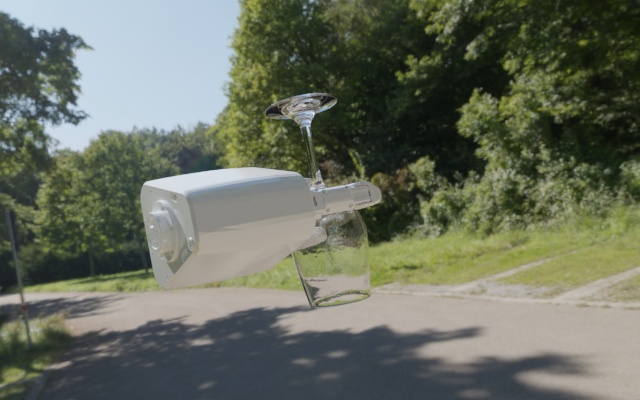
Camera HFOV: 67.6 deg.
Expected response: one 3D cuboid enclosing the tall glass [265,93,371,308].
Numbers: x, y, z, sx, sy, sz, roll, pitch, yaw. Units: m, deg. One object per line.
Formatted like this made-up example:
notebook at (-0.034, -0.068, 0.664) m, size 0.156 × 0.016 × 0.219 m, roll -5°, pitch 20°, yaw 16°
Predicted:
tall glass at (0.000, 0.001, 0.477) m, size 0.079 × 0.201 × 0.079 m, roll -12°, pitch -4°, yaw -1°
